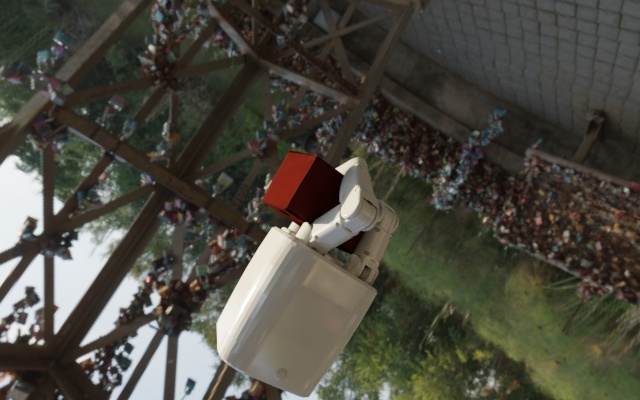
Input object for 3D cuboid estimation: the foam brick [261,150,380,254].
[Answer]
[{"bbox_3d":[0.000,0.001,0.405,0.078,0.051,0.053,35,-8,-28],"label":"foam brick"}]
